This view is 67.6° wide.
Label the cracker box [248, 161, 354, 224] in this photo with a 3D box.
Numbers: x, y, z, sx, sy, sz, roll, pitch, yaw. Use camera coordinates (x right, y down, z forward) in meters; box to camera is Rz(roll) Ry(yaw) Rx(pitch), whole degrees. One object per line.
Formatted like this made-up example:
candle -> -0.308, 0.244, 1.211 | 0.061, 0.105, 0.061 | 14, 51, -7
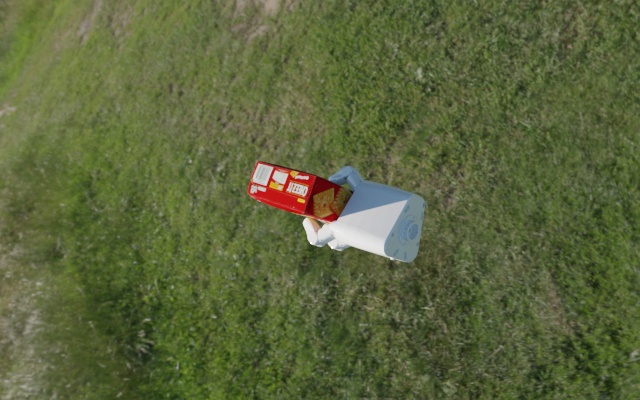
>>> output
cracker box -> 0.000, 0.003, 0.865 | 0.164, 0.072, 0.214 | 16, -4, 45
